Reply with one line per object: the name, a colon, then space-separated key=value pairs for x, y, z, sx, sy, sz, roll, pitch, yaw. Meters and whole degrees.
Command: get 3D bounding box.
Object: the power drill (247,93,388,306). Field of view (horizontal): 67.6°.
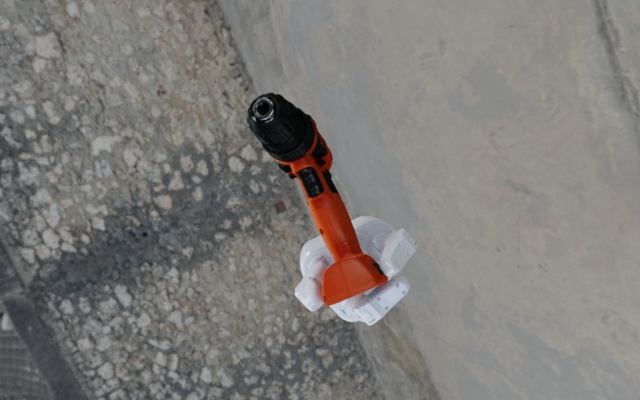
power drill: x=0.000 y=0.002 z=0.453 sx=0.057 sy=0.187 sz=0.184 roll=-23 pitch=-13 yaw=10
